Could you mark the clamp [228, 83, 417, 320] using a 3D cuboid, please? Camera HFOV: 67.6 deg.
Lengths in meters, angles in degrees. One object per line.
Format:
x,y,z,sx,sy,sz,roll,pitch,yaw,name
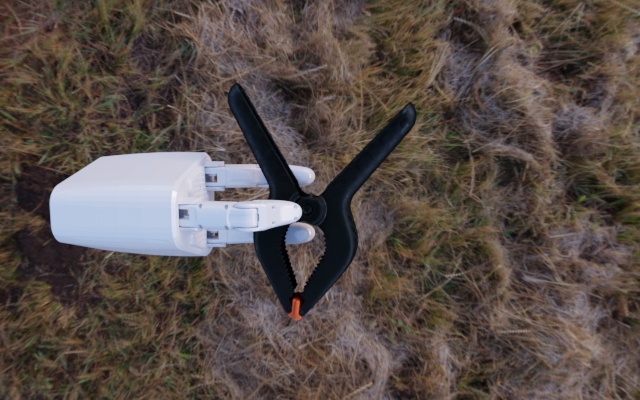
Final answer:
0.000,0.002,0.424,0.164,0.210,0.036,1,6,7,clamp
